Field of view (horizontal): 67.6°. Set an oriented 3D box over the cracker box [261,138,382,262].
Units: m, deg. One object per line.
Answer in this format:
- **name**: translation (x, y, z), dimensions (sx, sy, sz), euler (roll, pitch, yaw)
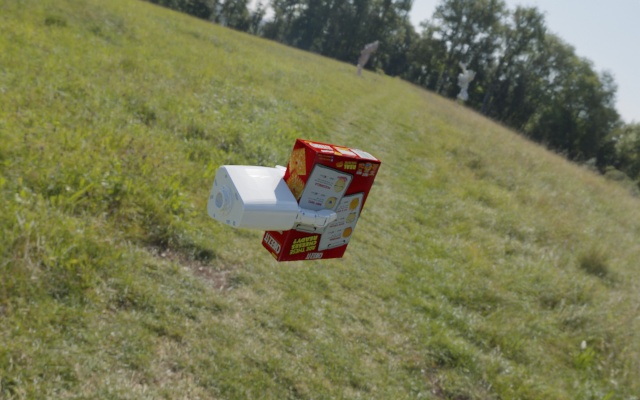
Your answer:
- **cracker box**: translation (0.000, 0.003, 0.882), dimensions (0.164, 0.214, 0.072), euler (3, 26, -42)
